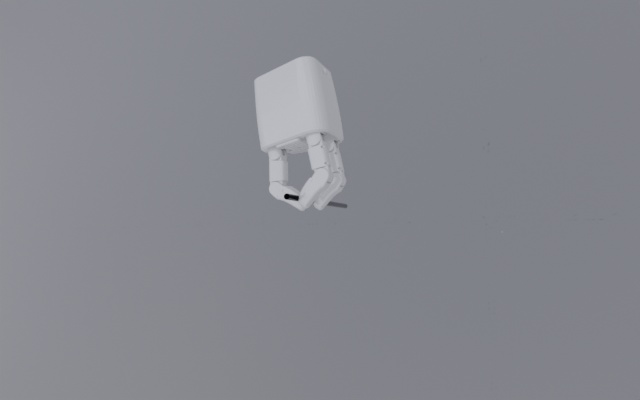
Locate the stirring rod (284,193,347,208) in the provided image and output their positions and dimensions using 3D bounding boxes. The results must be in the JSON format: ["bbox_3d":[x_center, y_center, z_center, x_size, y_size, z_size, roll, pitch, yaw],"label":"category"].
[{"bbox_3d":[0.000,0.002,0.713,0.011,0.011,0.239,0,-4,21],"label":"stirring rod"}]
